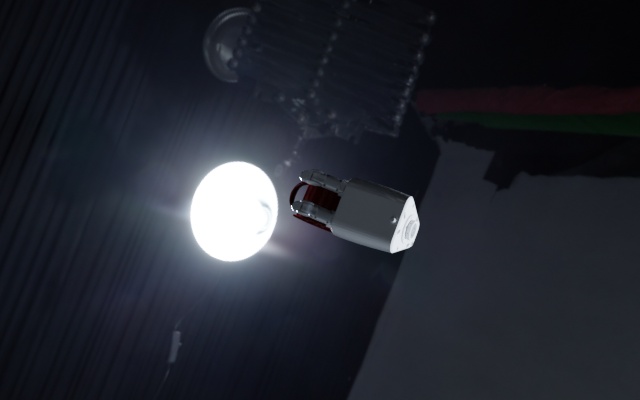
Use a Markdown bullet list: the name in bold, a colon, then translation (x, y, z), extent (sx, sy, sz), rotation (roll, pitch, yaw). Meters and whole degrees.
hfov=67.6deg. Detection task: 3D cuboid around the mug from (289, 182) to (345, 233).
- **mug**: translation (-0.001, 0.002, 0.830), extent (0.117, 0.081, 0.093), rotation (19, -6, 27)
